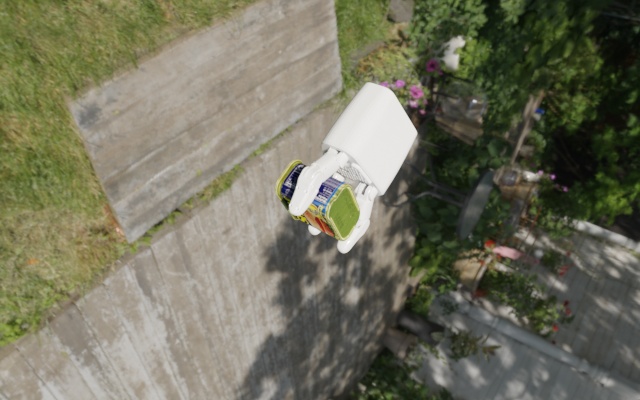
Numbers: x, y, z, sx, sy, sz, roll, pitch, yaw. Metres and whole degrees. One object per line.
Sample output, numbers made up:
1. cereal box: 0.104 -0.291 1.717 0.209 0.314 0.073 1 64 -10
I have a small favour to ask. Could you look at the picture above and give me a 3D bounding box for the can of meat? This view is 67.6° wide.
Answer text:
1. can of meat: 0.000 0.002 0.629 0.084 0.057 0.102 26 -18 28
